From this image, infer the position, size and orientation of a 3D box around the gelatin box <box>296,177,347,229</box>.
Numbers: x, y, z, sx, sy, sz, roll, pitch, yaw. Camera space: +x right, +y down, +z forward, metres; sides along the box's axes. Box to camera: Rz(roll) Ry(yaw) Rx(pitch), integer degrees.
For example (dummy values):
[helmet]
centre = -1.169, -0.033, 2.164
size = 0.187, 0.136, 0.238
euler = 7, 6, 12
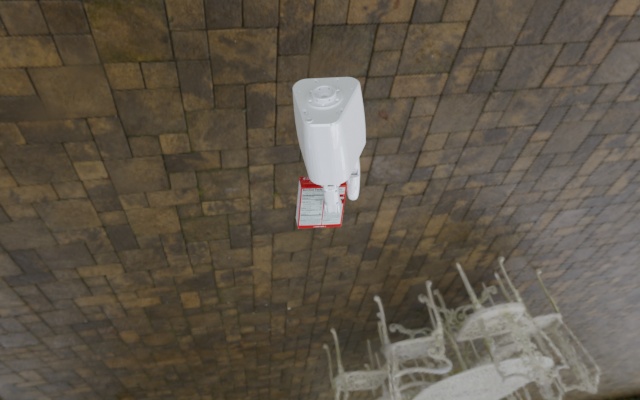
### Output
[gelatin box]
centre = 0.000, 0.003, 0.763
size = 0.073, 0.089, 0.030
euler = -2, 39, -10
